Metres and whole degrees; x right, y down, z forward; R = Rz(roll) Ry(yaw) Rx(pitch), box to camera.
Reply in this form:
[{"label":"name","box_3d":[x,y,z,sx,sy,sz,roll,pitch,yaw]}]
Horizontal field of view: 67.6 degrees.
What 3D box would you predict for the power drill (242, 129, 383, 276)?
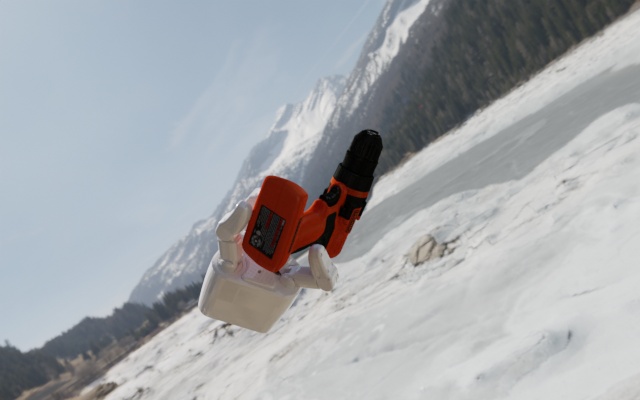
[{"label":"power drill","box_3d":[0.000,0.002,0.571,0.057,0.184,0.187,30,22,26]}]
